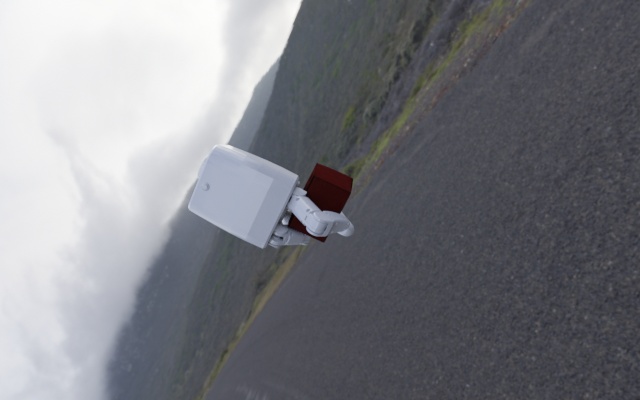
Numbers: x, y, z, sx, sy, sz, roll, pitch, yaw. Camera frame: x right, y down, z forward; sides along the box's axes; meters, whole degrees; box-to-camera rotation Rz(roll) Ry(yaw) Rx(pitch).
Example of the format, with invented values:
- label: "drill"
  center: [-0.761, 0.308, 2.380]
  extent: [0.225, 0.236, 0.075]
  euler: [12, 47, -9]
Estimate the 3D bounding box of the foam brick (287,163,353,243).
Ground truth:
- label: "foam brick"
  center: [0.000, 0.002, 0.596]
  extent: [0.051, 0.078, 0.053]
  euler: [26, 21, -5]
